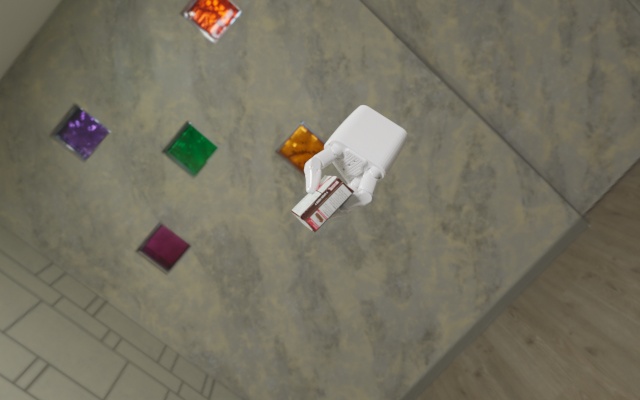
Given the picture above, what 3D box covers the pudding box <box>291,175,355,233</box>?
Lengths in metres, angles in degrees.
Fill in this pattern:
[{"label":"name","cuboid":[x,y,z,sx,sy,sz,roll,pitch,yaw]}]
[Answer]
[{"label":"pudding box","cuboid":[0.000,0.002,0.776,0.039,0.090,0.113,44,-4,-9]}]
